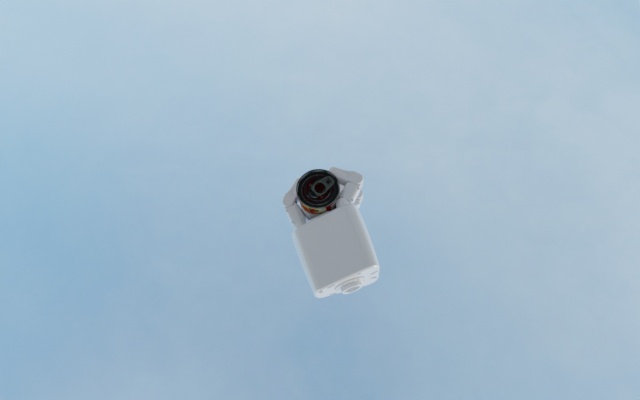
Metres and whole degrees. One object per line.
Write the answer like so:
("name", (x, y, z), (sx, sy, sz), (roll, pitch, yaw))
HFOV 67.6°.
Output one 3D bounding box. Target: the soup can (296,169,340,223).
("soup can", (0.000, 0.002, 0.776), (0.068, 0.068, 0.102), (0, -25, 5))
